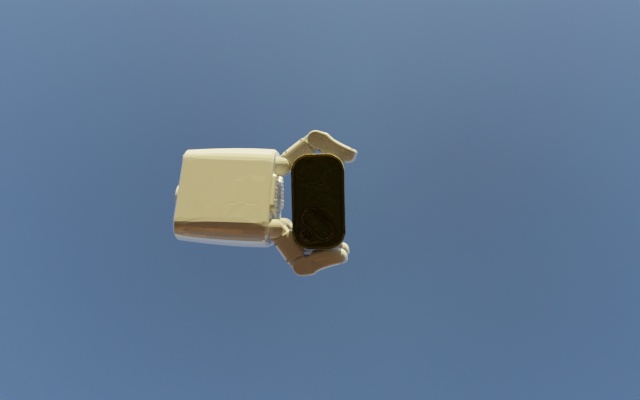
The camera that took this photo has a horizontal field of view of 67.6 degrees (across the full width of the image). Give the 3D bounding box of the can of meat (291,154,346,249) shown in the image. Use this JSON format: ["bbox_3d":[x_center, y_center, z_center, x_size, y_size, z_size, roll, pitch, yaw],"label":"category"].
[{"bbox_3d":[0.000,0.002,0.548,0.057,0.102,0.084,-2,-1,4],"label":"can of meat"}]
